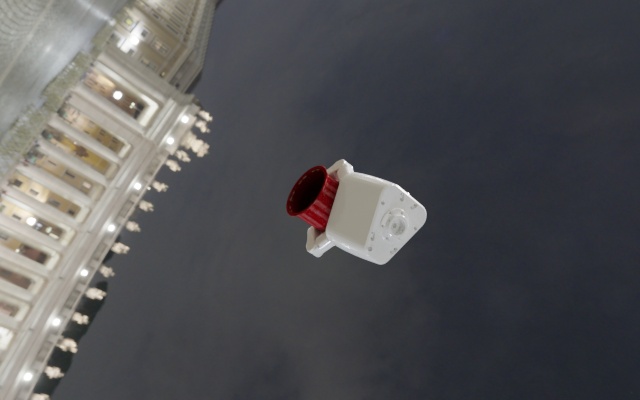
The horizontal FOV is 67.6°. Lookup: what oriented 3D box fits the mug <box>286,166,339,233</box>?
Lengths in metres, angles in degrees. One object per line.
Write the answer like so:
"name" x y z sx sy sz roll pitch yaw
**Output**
"mug" 0.000 0.002 0.776 0.081 0.093 0.117 36 -8 -29
